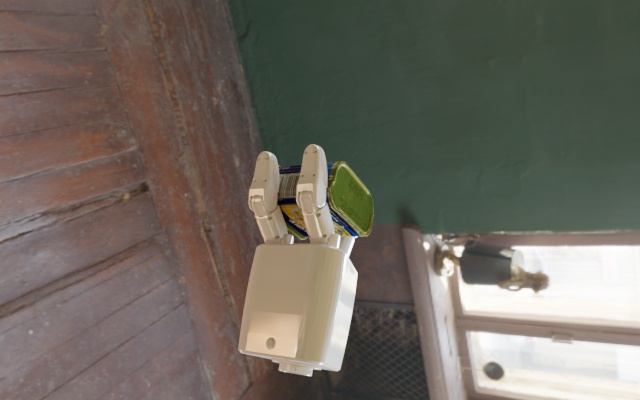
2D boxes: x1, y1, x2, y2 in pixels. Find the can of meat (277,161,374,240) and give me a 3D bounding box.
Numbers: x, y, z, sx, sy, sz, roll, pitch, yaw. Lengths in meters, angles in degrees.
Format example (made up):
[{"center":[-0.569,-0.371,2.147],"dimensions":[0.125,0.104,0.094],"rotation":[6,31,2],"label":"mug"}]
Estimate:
[{"center":[0.000,0.002,0.507],"dimensions":[0.084,0.057,0.102],"rotation":[-3,-28,31],"label":"can of meat"}]
